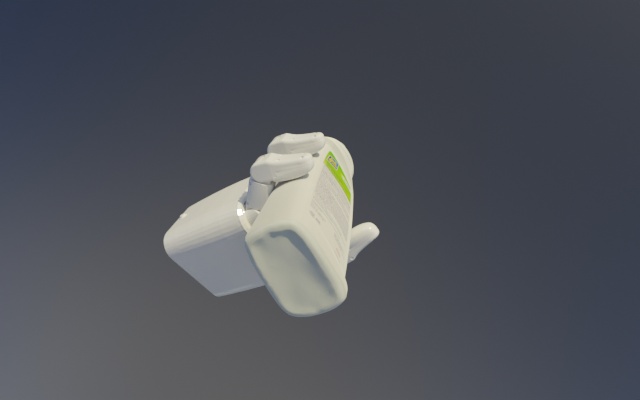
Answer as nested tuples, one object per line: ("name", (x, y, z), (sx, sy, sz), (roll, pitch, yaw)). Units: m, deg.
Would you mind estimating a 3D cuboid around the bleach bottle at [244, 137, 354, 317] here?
("bleach bottle", (0.000, 0.002, 0.508), (0.068, 0.102, 0.250), (-21, 21, 22))
